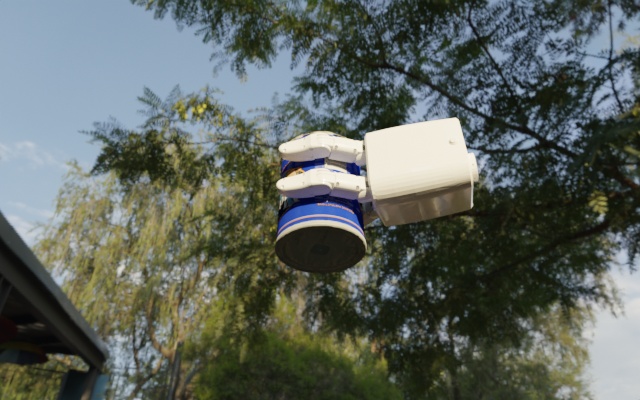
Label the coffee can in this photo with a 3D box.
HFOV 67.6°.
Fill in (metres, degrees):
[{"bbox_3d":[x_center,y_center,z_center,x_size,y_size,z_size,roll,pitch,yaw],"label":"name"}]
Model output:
[{"bbox_3d":[0.000,0.002,0.576,0.103,0.140,0.103,0,-38,0],"label":"coffee can"}]
